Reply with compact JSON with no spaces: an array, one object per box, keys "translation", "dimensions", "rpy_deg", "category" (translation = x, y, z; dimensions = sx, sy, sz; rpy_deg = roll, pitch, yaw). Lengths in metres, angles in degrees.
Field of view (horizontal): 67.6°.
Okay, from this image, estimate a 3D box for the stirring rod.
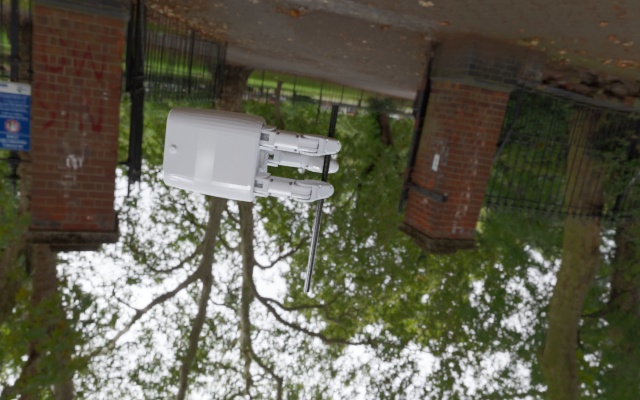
[{"translation":[0.000,0.002,0.597],"dimensions":[0.011,0.239,0.011],"rpy_deg":[9,12,-2],"category":"stirring rod"}]
